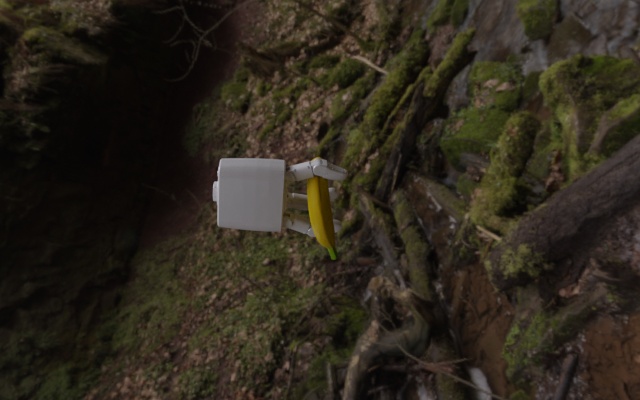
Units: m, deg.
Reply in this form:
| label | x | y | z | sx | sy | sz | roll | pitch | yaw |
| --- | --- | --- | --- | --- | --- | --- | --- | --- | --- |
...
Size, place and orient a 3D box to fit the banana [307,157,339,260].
| label | x | y | z | sx | sy | sz | roll | pitch | yaw |
| --- | --- | --- | --- | --- | --- | --- | --- | --- | --- |
| banana | -0.002 | -0.004 | 0.781 | 0.037 | 0.197 | 0.070 | -8 | -31 | 3 |
